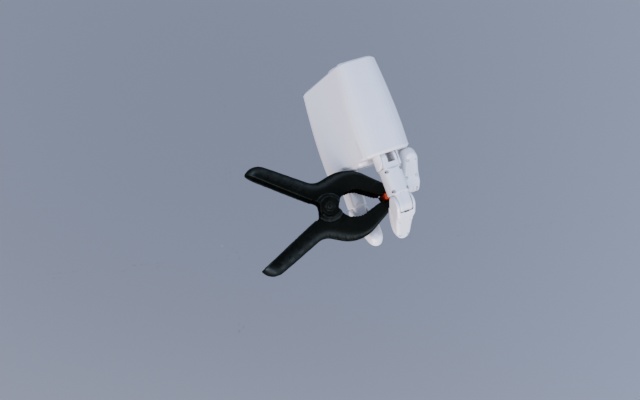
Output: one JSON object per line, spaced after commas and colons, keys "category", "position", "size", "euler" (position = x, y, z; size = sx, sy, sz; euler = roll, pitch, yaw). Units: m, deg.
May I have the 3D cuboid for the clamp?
{"category": "clamp", "position": [0.000, 0.002, 0.529], "size": [0.171, 0.120, 0.039], "euler": [-19, -1, -13]}
